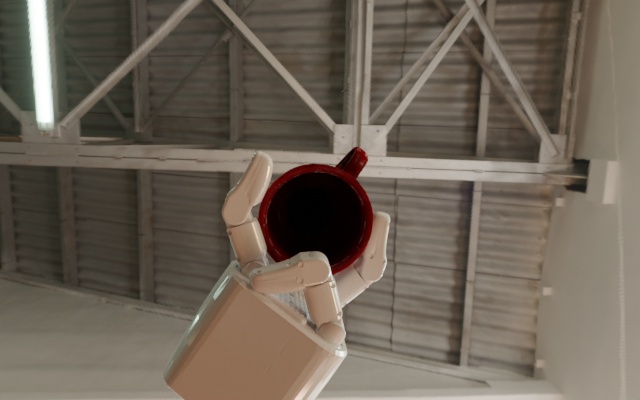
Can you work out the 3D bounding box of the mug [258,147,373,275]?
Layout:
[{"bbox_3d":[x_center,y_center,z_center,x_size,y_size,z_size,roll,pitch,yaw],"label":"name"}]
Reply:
[{"bbox_3d":[0.001,0.000,0.420,0.093,0.117,0.081,34,4,-9],"label":"mug"}]
